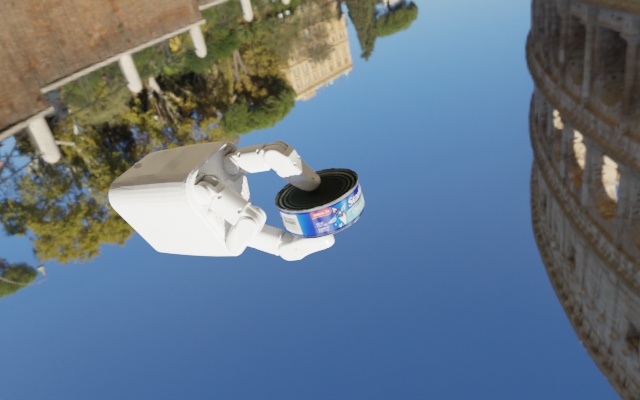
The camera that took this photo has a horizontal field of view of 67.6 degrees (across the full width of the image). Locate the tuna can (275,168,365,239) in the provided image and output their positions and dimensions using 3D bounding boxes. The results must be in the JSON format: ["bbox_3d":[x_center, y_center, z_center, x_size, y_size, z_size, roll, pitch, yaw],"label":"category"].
[{"bbox_3d":[0.000,0.002,0.476,0.086,0.034,0.086,-15,25,7],"label":"tuna can"}]
